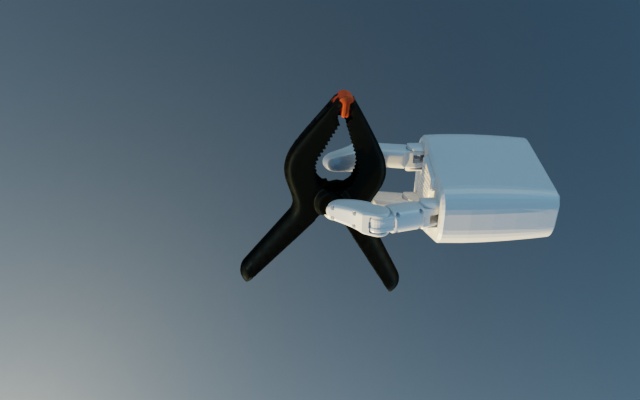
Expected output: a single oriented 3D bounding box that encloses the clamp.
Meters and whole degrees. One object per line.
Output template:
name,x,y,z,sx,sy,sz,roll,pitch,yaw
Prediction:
clamp,0.000,0.001,0.458,0.164,0.210,0.036,-2,27,-3
